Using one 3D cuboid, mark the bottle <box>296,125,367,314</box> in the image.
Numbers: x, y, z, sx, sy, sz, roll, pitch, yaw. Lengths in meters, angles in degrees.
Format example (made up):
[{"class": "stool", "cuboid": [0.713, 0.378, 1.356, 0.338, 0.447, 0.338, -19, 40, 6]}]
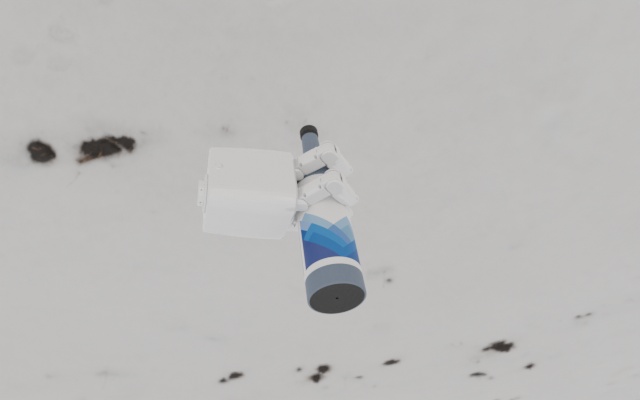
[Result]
[{"class": "bottle", "cuboid": [0.000, 0.002, 0.626, 0.069, 0.295, 0.069, -5, -43, -5]}]
